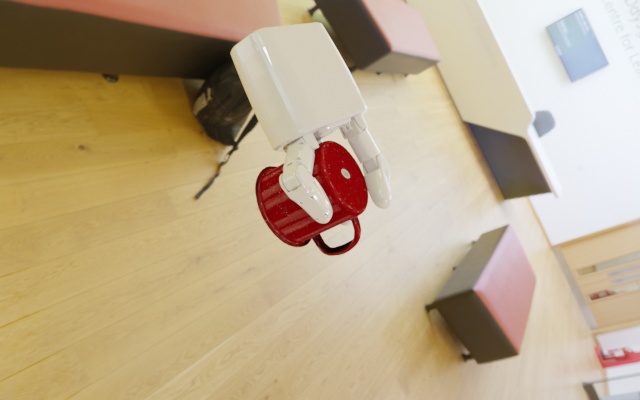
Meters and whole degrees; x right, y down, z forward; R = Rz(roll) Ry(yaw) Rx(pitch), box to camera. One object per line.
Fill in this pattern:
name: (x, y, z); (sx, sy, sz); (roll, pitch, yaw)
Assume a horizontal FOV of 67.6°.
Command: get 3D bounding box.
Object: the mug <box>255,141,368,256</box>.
mug: (0.001, 0.003, 0.488); (0.081, 0.117, 0.093); (-26, 2, 30)
